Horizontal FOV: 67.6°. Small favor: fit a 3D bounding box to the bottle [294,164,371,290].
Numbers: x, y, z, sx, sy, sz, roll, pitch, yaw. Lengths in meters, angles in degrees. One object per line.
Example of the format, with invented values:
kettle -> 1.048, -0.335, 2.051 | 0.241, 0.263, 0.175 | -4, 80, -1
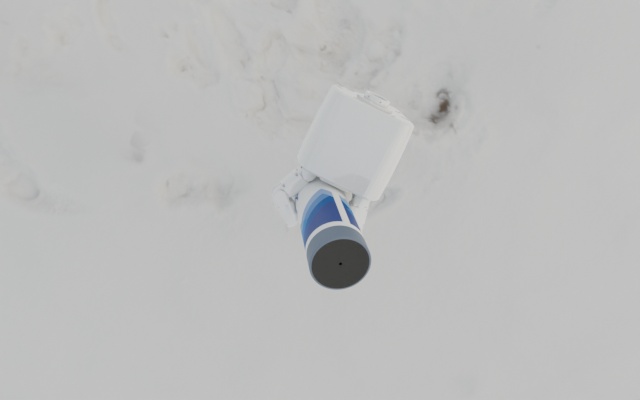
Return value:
bottle -> 0.000, 0.002, 0.629 | 0.069, 0.069, 0.295 | 0, 26, -9
